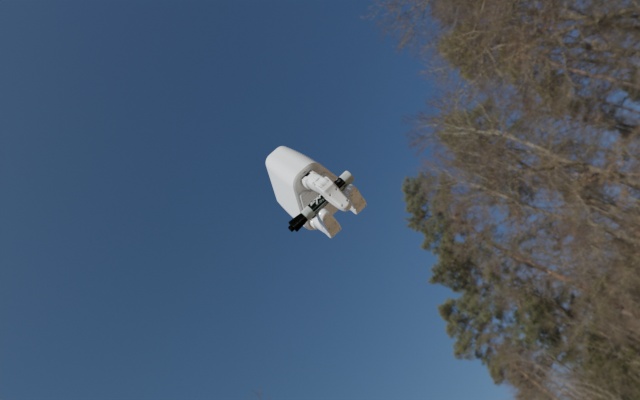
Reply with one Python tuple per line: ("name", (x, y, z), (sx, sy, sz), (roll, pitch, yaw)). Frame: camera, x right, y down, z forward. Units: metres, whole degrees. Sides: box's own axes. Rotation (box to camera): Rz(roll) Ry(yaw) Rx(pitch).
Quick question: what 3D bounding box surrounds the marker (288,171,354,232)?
("marker", (0.000, 0.002, 0.695), (0.121, 0.020, 0.020), (-42, 10, -11))
